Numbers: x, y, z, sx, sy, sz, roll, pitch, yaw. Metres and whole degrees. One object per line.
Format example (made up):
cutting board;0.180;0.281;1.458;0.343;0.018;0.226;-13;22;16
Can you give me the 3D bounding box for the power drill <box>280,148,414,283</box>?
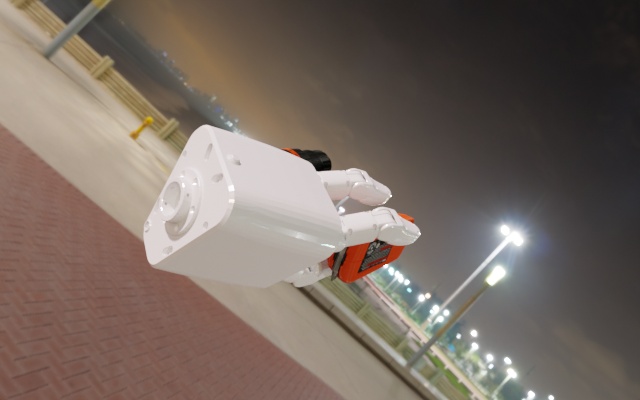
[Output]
power drill;0.000;0.002;0.504;0.187;0.057;0.184;31;29;29
